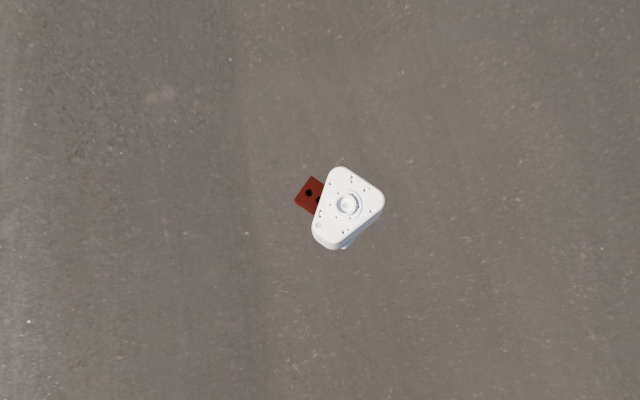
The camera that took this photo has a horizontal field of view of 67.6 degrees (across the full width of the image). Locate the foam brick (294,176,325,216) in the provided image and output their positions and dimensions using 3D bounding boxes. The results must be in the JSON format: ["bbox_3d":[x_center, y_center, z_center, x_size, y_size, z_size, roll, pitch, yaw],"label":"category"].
[{"bbox_3d":[0.000,0.003,0.825,0.078,0.053,0.051,35,-5,6],"label":"foam brick"}]
